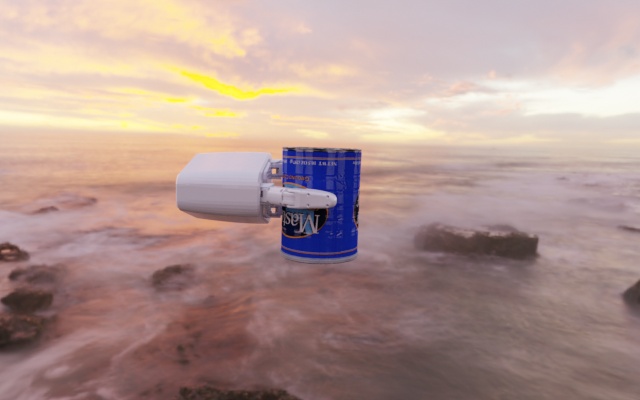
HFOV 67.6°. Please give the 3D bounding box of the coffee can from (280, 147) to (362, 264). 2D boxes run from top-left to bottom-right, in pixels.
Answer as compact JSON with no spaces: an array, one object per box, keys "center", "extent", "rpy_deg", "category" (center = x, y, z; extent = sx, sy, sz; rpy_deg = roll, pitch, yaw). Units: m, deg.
[{"center":[0.000,0.002,0.621],"extent":[0.103,0.140,0.103],"rpy_deg":[2,7,0],"category":"coffee can"}]
